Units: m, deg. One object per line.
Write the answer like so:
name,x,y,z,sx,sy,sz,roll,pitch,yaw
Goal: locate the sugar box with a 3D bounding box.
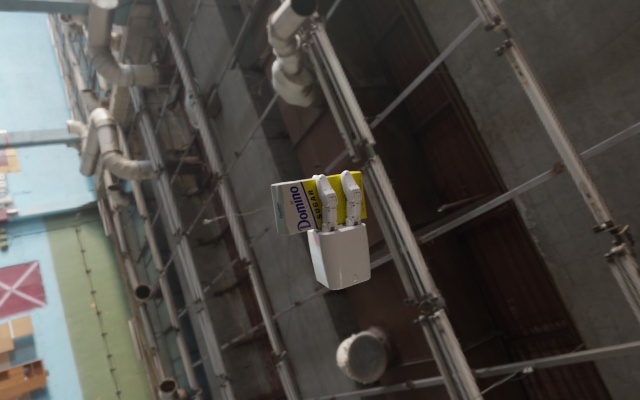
sugar box,0.001,0.003,0.884,0.176,0.093,0.048,-12,6,-34
